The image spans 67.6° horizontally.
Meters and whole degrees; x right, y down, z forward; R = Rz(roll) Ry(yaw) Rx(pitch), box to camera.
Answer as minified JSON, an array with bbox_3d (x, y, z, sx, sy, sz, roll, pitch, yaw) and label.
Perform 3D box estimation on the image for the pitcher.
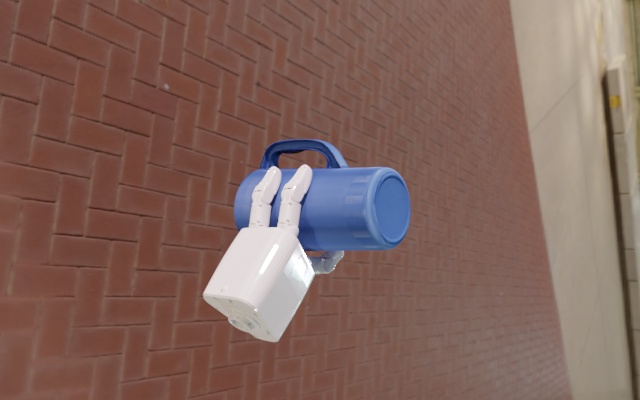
[{"bbox_3d":[0.000,0.002,0.688,0.243,0.145,0.149,-2,-46,39],"label":"pitcher"}]
